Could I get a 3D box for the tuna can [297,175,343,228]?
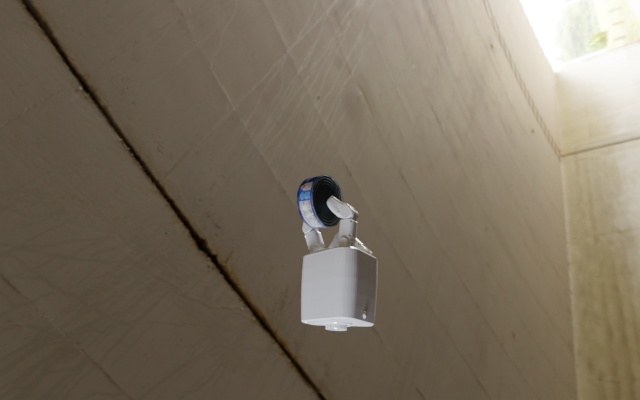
[{"bbox_3d":[0.000,0.003,0.777,0.034,0.086,0.086,-9,-5,36],"label":"tuna can"}]
